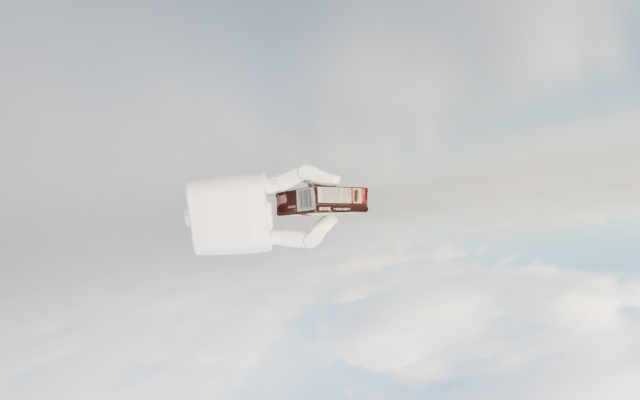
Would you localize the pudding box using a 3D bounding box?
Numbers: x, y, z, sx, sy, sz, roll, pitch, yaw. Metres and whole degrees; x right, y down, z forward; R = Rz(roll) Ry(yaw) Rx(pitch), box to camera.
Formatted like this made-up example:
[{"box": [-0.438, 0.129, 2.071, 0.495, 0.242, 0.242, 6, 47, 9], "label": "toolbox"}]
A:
[{"box": [0.000, 0.002, 0.684, 0.090, 0.039, 0.113, 0, -2, -32], "label": "pudding box"}]
